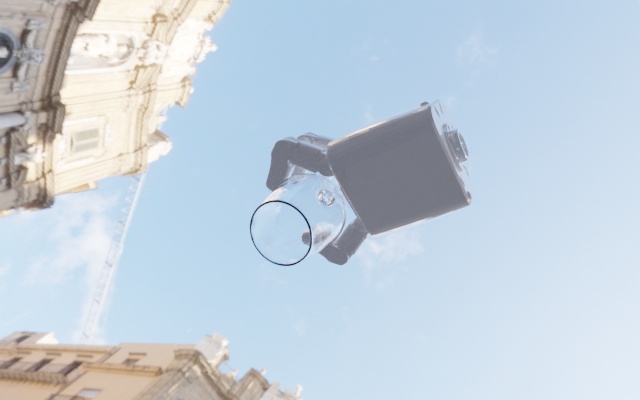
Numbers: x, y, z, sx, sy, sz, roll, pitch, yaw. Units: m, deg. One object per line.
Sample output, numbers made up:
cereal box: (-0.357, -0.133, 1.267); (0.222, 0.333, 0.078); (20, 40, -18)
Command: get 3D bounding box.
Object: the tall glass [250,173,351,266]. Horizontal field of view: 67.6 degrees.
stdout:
tall glass: (0.000, 0.002, 0.508); (0.079, 0.079, 0.201); (0, 16, 22)
